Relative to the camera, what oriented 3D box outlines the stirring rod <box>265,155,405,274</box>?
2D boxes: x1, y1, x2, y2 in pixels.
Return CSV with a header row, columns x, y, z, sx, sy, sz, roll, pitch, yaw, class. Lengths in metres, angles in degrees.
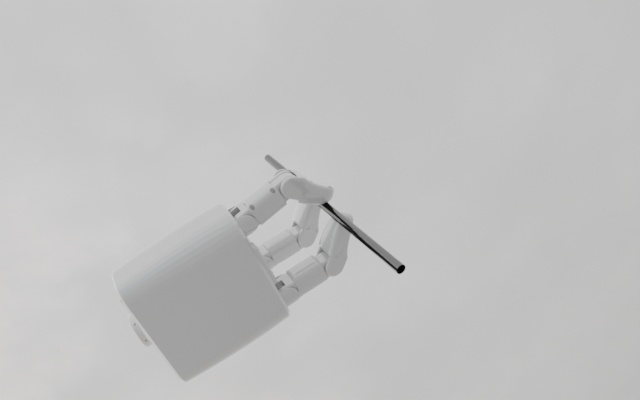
x,y,z,sx,sy,sz,roll,pitch,yaw,class
0.000,0.001,0.442,0.011,0.011,0.239,0,24,-33,stirring rod
